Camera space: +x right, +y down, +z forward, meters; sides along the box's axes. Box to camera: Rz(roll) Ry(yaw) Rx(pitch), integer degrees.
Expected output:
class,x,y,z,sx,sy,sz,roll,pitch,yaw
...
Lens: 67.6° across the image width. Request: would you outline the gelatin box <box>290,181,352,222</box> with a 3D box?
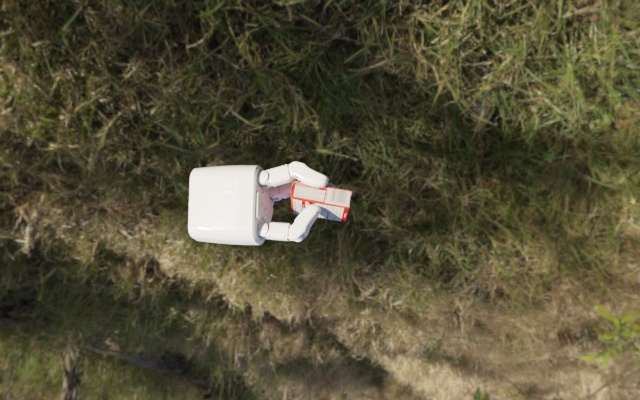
class,x,y,z,sx,sy,sz,roll,pitch,yaw
gelatin box,0.000,0.003,0.722,0.089,0.030,0.073,10,-20,2
